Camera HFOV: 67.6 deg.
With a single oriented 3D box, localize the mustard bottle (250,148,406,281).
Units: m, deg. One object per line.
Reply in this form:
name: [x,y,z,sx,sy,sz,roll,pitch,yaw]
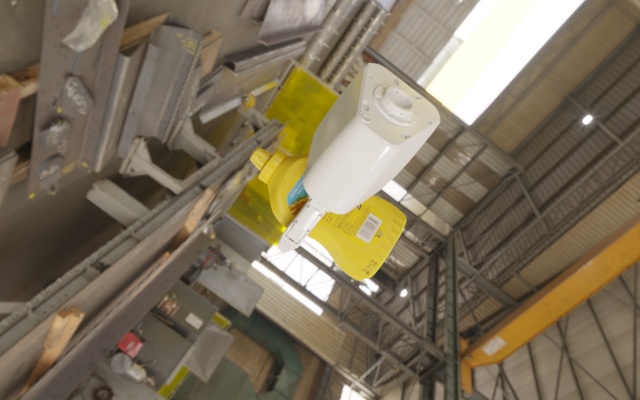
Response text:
mustard bottle: [0.000,0.002,0.556,0.191,0.096,0.058,37,-21,-3]
